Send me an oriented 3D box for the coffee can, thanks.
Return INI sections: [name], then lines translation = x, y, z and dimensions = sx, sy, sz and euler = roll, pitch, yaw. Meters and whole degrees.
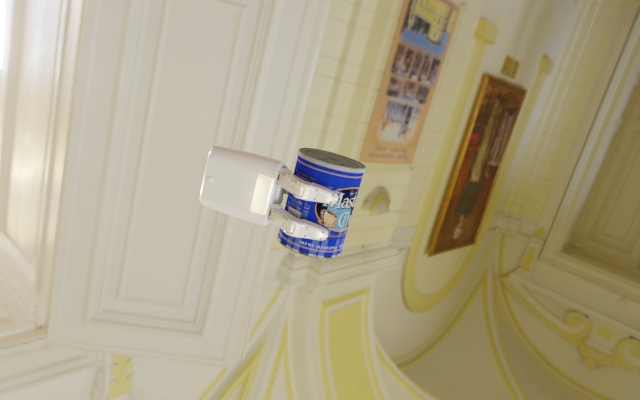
[coffee can]
translation = 0.000, 0.002, 0.718
dimensions = 0.103, 0.140, 0.102
euler = 14, 14, -4
